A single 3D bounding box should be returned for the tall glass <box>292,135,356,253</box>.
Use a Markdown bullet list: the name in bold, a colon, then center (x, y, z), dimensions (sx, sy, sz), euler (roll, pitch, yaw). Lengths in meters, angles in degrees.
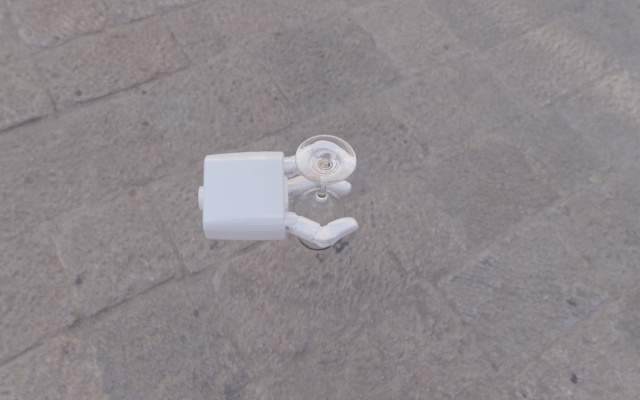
- **tall glass**: center (0.000, 0.002, 0.657), dimensions (0.079, 0.079, 0.201), euler (0, -32, -4)
